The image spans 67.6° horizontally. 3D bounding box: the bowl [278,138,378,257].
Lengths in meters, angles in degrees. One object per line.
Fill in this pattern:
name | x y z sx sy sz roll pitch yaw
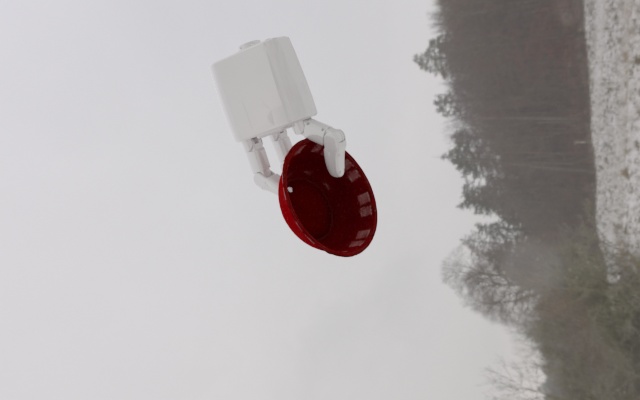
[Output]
bowl | 0.000 0.003 0.619 0.162 0.162 0.055 0 -21 -44
